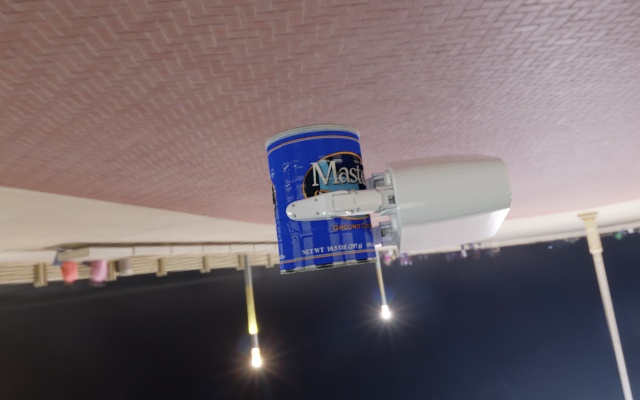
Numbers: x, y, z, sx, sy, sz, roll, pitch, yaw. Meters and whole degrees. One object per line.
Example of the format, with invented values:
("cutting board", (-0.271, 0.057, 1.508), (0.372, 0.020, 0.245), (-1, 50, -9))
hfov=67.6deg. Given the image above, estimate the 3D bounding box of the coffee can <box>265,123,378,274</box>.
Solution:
("coffee can", (0.000, 0.002, 0.507), (0.103, 0.140, 0.103), (-7, -8, -1))
